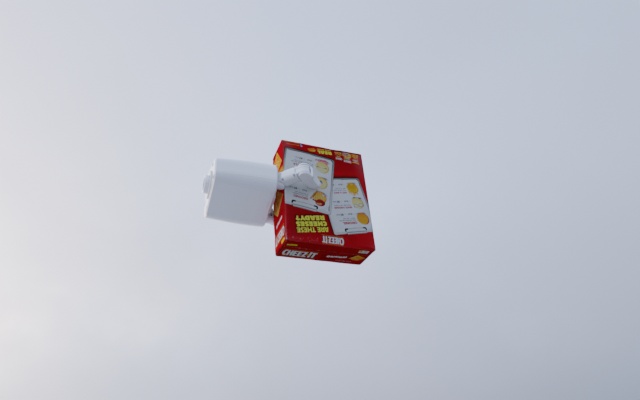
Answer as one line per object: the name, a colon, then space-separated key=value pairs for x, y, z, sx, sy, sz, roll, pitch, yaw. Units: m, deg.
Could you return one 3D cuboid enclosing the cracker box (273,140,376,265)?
cracker box: x=0.000 y=0.003 z=0.866 sx=0.164 sy=0.213 sz=0.072 roll=8 pitch=-36 yaw=-19
